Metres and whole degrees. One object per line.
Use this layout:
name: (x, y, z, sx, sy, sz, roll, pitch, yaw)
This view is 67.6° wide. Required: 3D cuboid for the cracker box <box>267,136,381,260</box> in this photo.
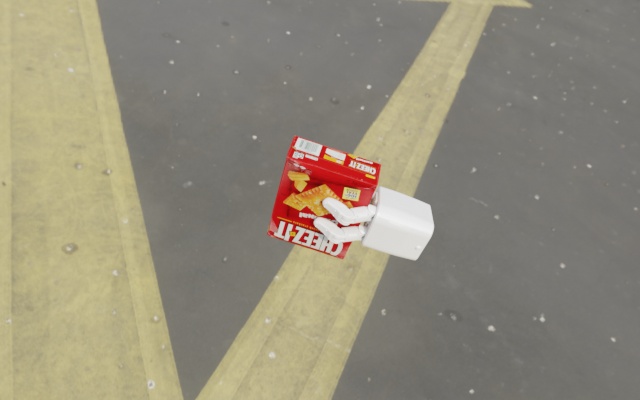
cracker box: (0.000, 0.003, 0.888, 0.164, 0.214, 0.072, 18, 44, -1)
